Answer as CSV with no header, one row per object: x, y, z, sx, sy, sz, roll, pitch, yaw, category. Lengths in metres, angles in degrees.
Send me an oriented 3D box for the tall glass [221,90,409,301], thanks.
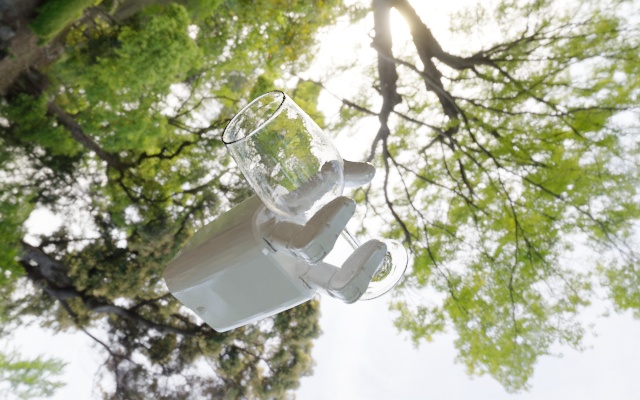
0.001,0.002,0.420,0.079,0.079,0.201,0,-42,45,tall glass
